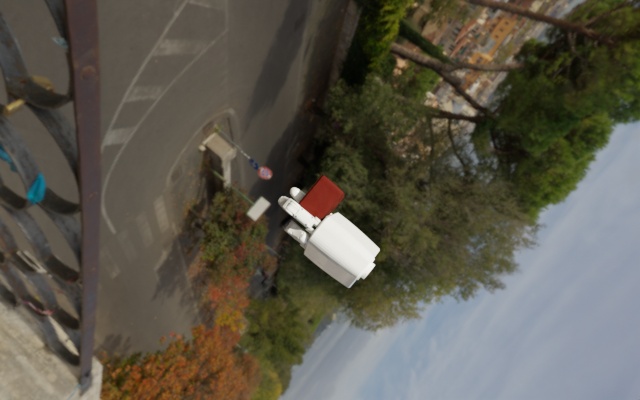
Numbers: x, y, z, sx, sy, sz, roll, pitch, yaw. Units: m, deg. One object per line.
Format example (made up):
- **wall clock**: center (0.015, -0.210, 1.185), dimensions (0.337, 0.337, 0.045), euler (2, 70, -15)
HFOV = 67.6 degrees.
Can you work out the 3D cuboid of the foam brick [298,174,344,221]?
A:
- **foam brick**: center (0.000, 0.002, 0.854), dimensions (0.051, 0.078, 0.053), euler (39, -5, 9)
